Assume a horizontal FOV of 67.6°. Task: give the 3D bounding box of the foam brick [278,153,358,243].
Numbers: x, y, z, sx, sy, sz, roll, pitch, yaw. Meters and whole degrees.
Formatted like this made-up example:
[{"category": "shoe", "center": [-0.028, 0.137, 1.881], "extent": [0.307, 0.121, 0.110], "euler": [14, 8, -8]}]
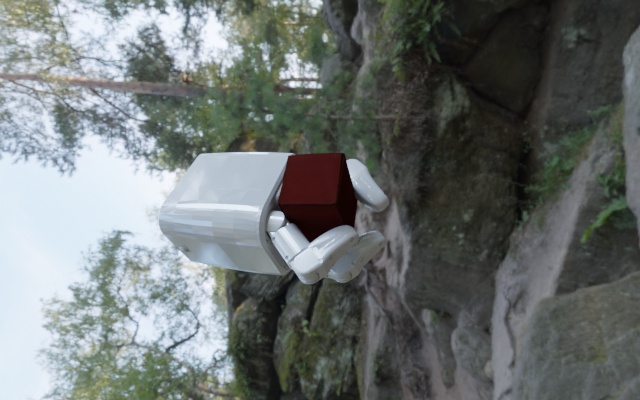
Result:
[{"category": "foam brick", "center": [0.000, 0.001, 0.425], "extent": [0.051, 0.053, 0.078], "euler": [1, -32, 15]}]
